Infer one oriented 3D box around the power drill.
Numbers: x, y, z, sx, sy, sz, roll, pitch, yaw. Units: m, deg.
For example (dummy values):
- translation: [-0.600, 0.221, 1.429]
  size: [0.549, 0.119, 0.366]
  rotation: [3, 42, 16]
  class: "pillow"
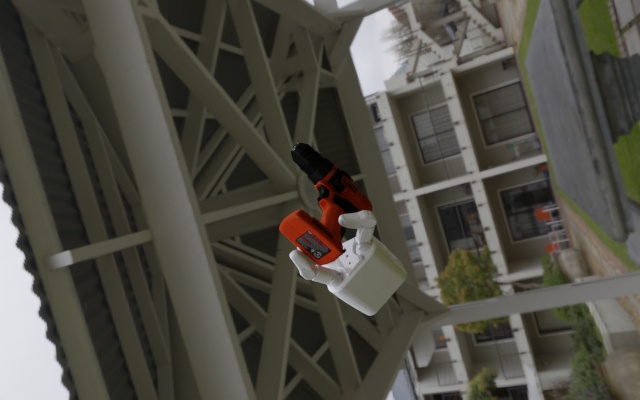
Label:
- translation: [0.000, 0.003, 0.803]
  size: [0.057, 0.184, 0.187]
  rotation: [-40, 13, 38]
  class: "power drill"
